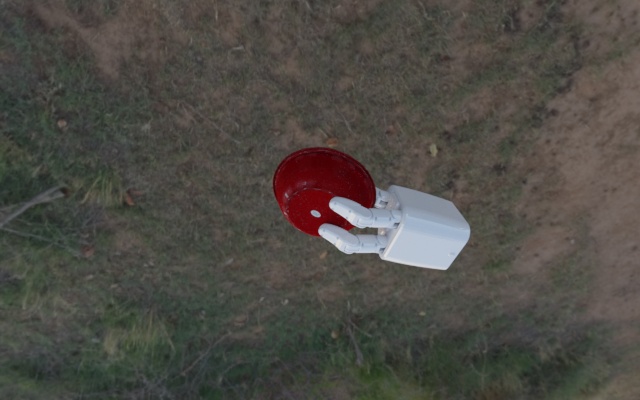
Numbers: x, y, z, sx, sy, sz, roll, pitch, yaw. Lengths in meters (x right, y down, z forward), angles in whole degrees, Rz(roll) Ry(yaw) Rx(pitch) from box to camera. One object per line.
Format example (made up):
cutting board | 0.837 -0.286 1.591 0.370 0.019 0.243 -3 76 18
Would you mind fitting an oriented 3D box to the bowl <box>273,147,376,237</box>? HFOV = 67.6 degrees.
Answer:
bowl | -0.001 0.002 0.712 0.162 0.162 0.055 0 38 14
